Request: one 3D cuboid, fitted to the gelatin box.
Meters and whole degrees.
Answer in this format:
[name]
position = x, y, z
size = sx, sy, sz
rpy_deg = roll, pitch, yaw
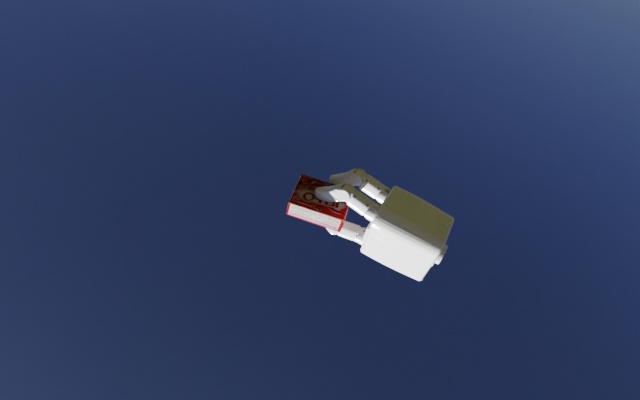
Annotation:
[gelatin box]
position = 0.000, 0.003, 0.742
size = 0.089, 0.030, 0.073
rpy_deg = 18, 42, 2
